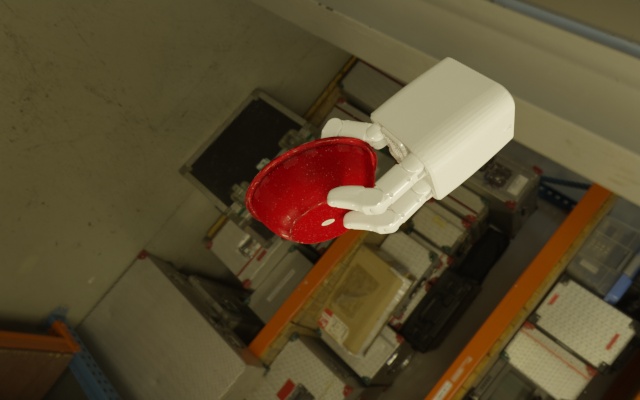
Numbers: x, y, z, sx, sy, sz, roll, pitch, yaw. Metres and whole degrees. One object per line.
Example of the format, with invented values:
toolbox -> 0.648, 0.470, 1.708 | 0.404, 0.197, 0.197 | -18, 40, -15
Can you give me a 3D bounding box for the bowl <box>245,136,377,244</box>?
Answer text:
bowl -> -0.001, 0.003, 0.540 | 0.162, 0.055, 0.162 | -18, -29, -10
